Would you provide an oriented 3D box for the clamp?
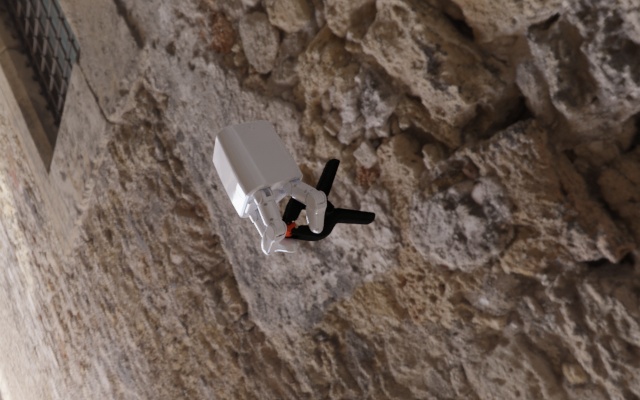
[{"bbox_3d":[0.000,0.003,0.729,0.171,0.120,0.039,-19,-18,-40],"label":"clamp"}]
